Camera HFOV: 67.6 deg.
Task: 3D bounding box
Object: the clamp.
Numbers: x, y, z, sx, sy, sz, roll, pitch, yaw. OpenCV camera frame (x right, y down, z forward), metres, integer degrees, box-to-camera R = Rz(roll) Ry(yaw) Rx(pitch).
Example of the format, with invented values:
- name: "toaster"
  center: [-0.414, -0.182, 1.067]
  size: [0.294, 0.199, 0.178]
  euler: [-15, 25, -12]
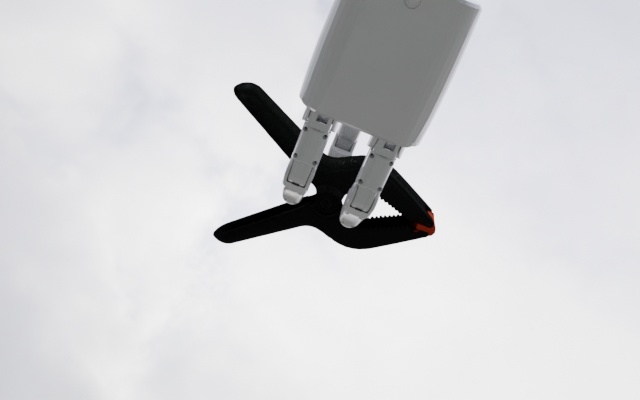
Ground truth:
- name: "clamp"
  center: [0.001, 0.001, 0.446]
  size: [0.210, 0.165, 0.036]
  euler: [22, 31, -3]
